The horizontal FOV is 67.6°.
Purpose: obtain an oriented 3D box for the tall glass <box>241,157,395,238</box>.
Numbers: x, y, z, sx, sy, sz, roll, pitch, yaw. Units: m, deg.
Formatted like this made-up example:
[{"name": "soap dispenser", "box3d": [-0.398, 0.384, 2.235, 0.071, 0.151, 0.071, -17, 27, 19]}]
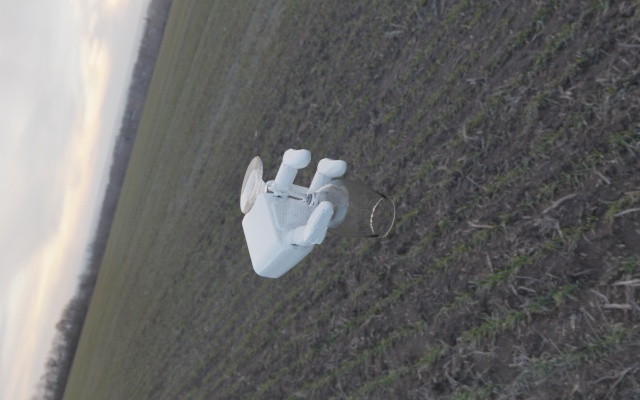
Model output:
[{"name": "tall glass", "box3d": [0.000, 0.002, 0.641, 0.201, 0.079, 0.079, 14, -6, -24]}]
